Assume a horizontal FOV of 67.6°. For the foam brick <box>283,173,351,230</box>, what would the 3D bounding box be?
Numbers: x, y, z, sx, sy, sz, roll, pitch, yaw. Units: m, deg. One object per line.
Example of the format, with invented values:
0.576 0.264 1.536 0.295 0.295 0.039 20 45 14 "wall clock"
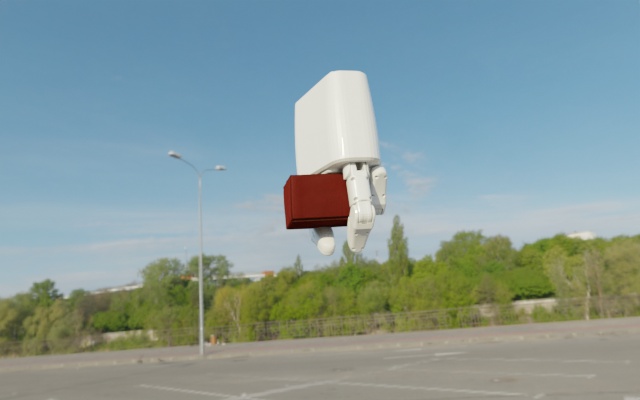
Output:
0.000 0.002 0.532 0.078 0.051 0.053 -3 -13 -14 "foam brick"
